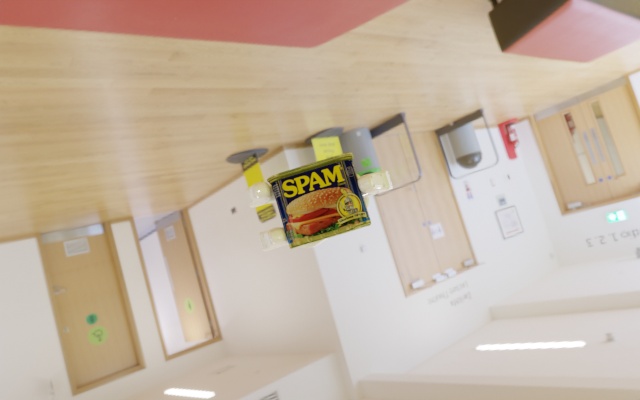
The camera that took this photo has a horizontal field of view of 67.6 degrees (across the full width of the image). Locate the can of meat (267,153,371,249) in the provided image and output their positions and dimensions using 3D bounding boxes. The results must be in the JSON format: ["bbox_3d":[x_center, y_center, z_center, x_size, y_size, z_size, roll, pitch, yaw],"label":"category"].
[{"bbox_3d":[0.000,0.002,0.546,0.102,0.084,0.057,-17,-5,2],"label":"can of meat"}]
